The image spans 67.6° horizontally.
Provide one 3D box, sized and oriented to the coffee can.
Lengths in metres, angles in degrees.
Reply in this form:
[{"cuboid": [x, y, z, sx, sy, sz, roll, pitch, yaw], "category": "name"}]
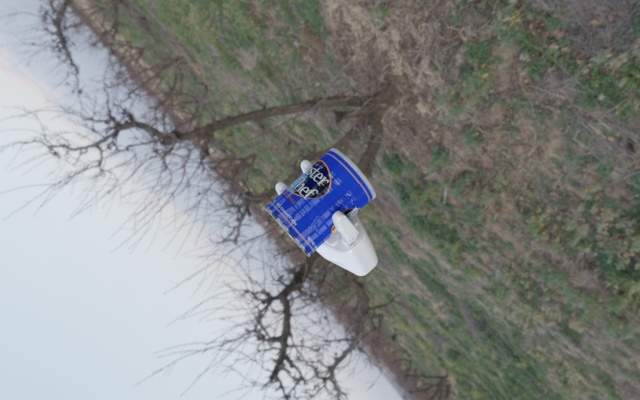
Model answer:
[{"cuboid": [0.000, 0.002, 0.738, 0.140, 0.103, 0.103, -42, 6, -6], "category": "coffee can"}]
